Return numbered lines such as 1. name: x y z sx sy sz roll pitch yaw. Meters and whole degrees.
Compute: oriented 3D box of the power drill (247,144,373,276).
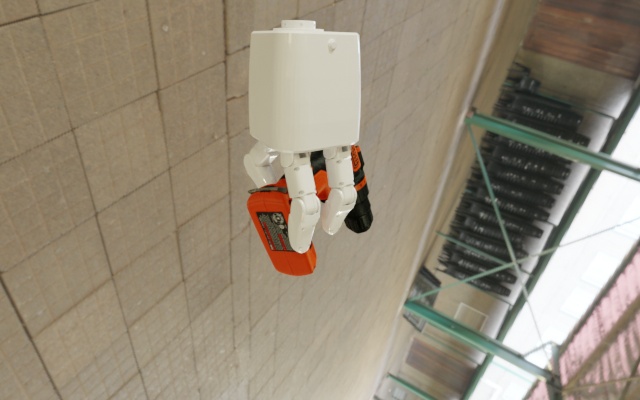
1. power drill: 0.000 0.002 0.569 0.057 0.184 0.187 -4 31 31
